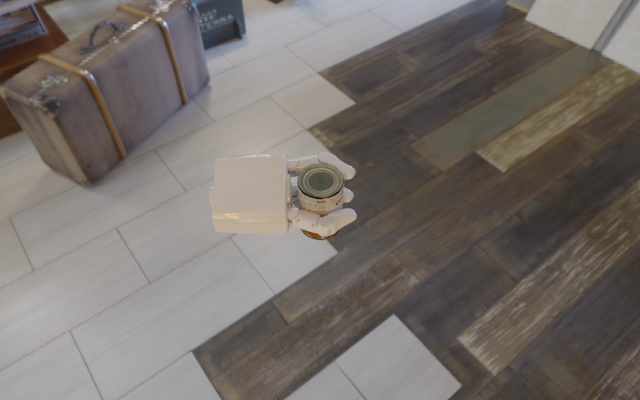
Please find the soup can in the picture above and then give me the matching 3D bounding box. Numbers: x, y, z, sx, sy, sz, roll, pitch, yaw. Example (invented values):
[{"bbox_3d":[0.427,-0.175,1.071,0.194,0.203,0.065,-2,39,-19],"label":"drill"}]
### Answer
[{"bbox_3d":[0.001,0.002,0.706,0.068,0.068,0.102,0,-39,0],"label":"soup can"}]
